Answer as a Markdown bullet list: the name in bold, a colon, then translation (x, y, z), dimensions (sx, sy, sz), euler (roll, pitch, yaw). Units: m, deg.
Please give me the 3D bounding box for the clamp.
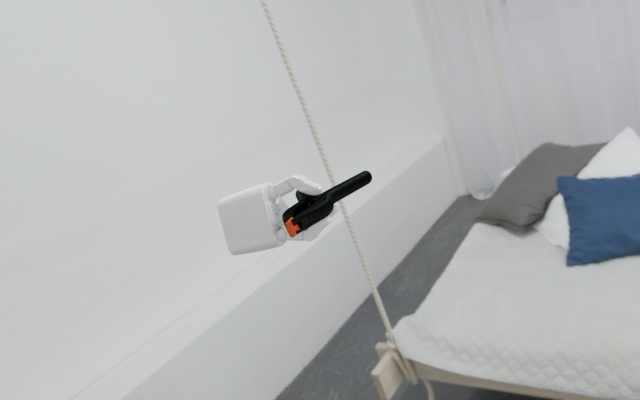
- **clamp**: translation (-0.001, 0.002, 0.843), dimensions (0.164, 0.036, 0.210), euler (-17, 15, 23)
